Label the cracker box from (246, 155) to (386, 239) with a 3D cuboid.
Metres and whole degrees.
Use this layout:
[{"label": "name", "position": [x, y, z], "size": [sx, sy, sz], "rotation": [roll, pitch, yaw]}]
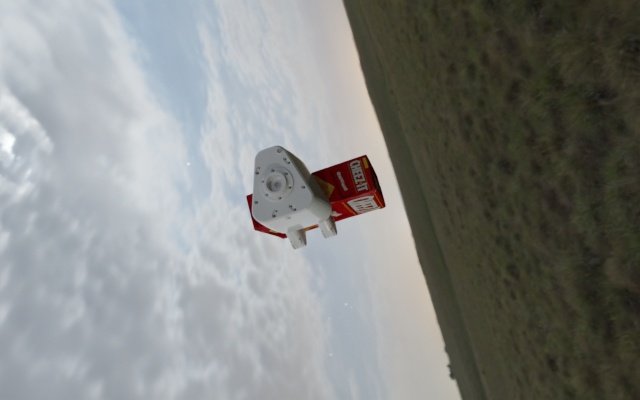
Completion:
[{"label": "cracker box", "position": [0.000, 0.003, 0.846], "size": [0.214, 0.072, 0.164], "rotation": [-17, -13, 10]}]
